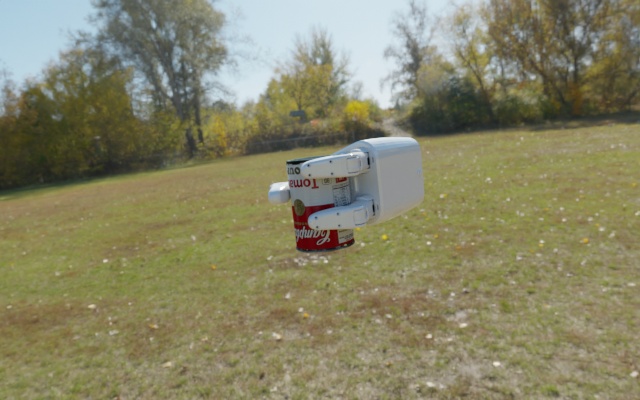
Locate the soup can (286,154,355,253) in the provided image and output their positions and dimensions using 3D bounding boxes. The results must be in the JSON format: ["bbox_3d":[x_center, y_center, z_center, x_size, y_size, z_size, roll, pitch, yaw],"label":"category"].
[{"bbox_3d":[0.000,0.002,0.541,0.068,0.102,0.068,-7,8,1],"label":"soup can"}]
